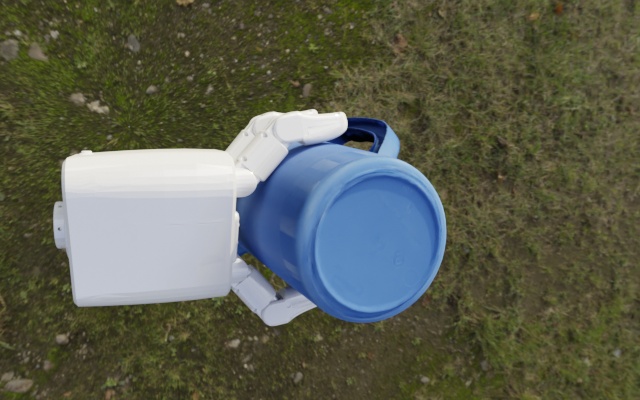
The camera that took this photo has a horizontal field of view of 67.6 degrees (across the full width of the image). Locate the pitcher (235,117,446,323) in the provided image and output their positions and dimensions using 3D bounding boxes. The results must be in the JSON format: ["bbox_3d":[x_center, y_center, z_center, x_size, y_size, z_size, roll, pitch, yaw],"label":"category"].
[{"bbox_3d":[0.000,0.001,0.404,0.145,0.149,0.243,-1,9,-22],"label":"pitcher"}]
